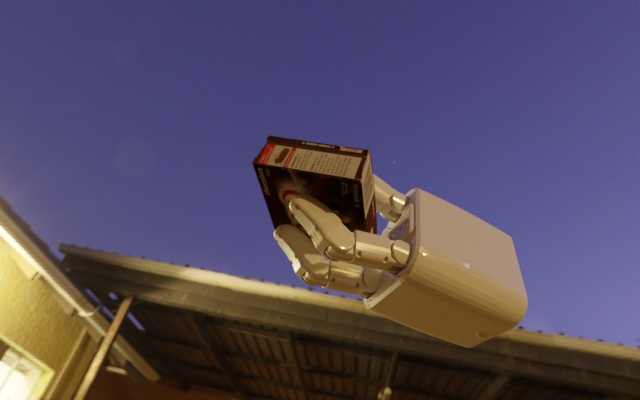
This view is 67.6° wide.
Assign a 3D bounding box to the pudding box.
[{"bbox_3d":[0.000,0.001,0.408,0.090,0.039,0.114,10,-40,17],"label":"pudding box"}]
